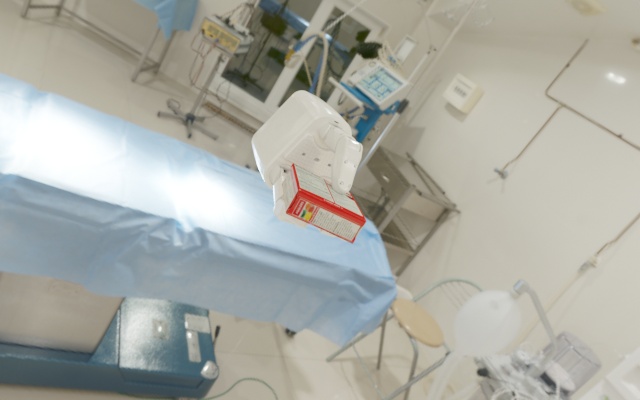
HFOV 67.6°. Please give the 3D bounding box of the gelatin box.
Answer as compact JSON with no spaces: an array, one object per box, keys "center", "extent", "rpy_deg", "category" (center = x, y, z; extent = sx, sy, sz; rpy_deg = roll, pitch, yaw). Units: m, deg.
[{"center":[0.000,0.001,0.481],"extent":[0.073,0.030,0.089],"rpy_deg":[26,15,-16],"category":"gelatin box"}]
